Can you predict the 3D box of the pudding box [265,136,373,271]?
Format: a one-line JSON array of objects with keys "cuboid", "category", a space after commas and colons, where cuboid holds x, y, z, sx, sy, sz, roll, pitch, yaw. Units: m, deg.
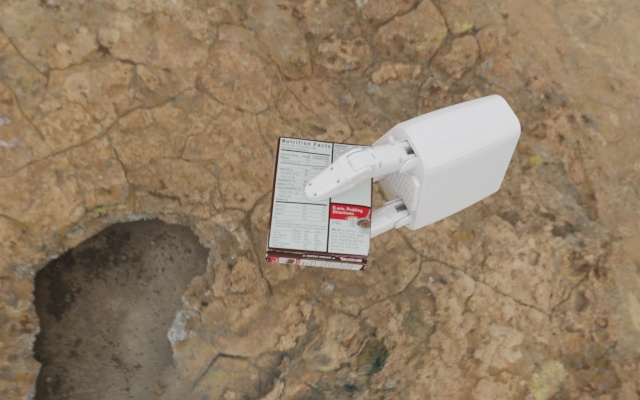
[{"cuboid": [0.000, 0.001, 0.427, 0.090, 0.113, 0.039, 5, -25, -3], "category": "pudding box"}]
